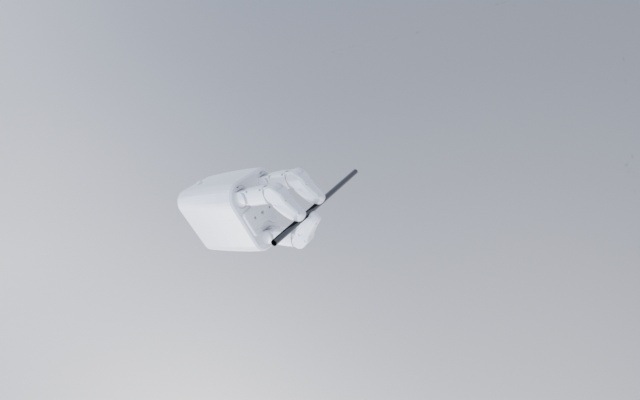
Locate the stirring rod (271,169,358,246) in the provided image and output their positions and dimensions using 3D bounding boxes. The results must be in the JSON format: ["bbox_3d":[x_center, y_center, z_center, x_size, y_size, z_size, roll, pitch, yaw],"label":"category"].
[{"bbox_3d":[0.000,0.002,0.654,0.011,0.011,0.239,0,23,30],"label":"stirring rod"}]
